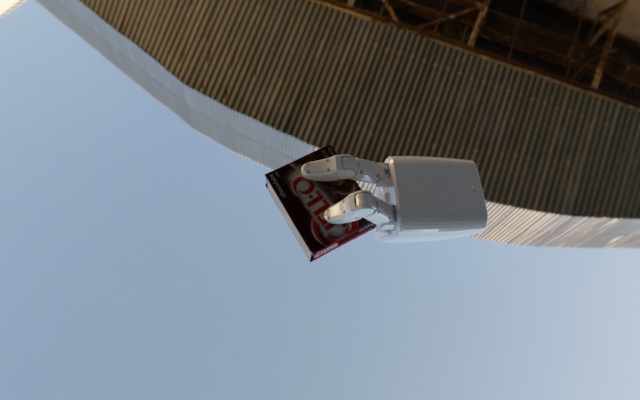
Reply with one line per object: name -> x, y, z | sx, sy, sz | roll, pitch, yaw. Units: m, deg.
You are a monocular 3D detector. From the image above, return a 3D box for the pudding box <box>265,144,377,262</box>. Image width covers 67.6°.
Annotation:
pudding box -> 0.000, 0.002, 0.555 | 0.090, 0.113, 0.039 | -27, -21, -18
